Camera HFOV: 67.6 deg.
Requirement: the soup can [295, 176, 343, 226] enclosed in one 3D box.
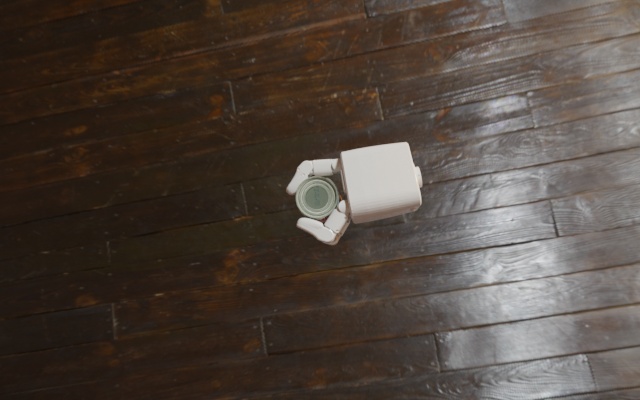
[{"bbox_3d":[0.000,0.002,0.761,0.068,0.068,0.102,0,-8,6],"label":"soup can"}]
